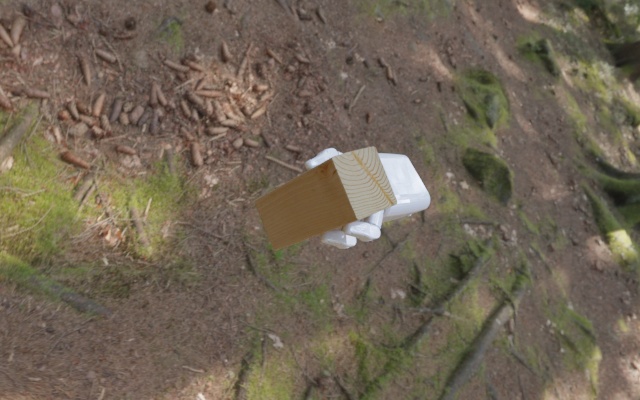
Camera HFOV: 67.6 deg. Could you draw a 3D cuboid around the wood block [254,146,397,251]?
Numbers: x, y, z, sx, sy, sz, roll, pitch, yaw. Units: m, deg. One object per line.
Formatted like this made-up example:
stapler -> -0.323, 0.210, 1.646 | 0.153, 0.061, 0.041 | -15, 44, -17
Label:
wood block -> 0.000, 0.002, 0.719 | 0.090, 0.091, 0.206 | -19, -4, -41
